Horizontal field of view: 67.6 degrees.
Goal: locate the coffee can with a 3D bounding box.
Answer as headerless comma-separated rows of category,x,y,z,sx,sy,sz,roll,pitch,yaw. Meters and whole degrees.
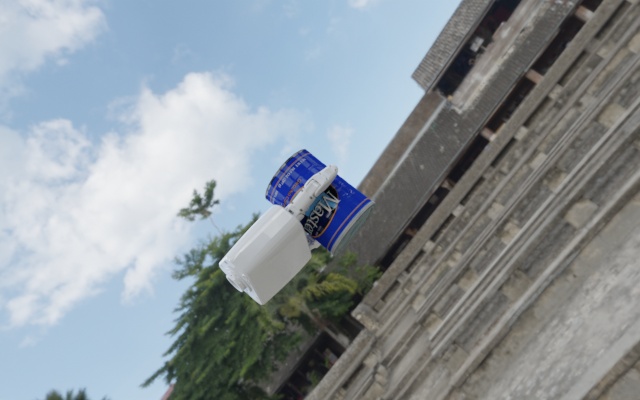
coffee can,0.000,0.002,0.740,0.140,0.103,0.103,39,10,13
